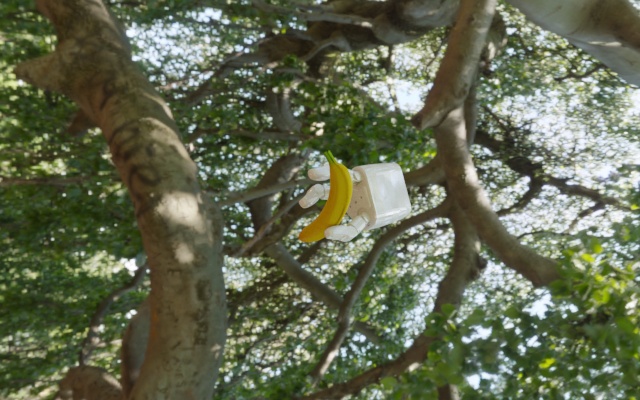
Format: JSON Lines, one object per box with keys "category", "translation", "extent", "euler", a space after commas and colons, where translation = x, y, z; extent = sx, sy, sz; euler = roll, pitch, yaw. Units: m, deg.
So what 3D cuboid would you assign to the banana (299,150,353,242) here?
{"category": "banana", "translation": [0.013, 0.011, 0.825], "extent": [0.037, 0.198, 0.069], "euler": [-19, 49, -43]}
